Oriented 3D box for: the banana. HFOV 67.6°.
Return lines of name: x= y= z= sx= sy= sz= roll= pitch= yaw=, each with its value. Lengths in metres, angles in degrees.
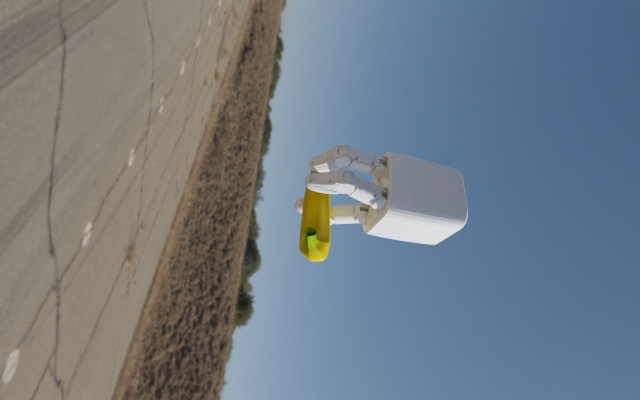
banana: x=-0.004 y=0.020 z=0.592 sx=0.037 sy=0.070 sz=0.197 roll=11 pitch=26 yaw=-5
